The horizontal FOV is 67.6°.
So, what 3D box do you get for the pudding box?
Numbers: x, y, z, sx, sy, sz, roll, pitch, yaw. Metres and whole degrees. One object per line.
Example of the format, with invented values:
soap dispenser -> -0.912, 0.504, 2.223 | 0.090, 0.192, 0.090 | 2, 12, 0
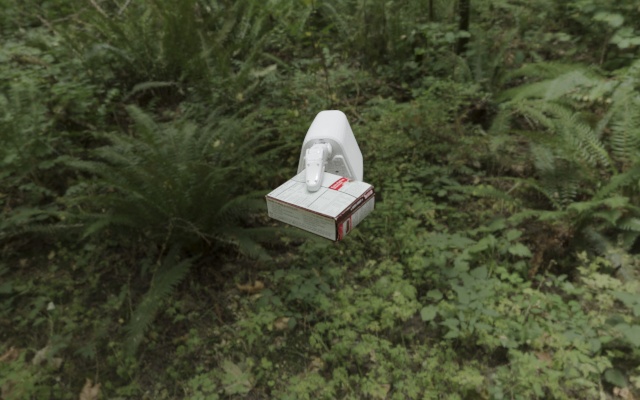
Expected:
pudding box -> 0.000, 0.002, 0.609 | 0.113, 0.039, 0.090 | 16, 38, 33
